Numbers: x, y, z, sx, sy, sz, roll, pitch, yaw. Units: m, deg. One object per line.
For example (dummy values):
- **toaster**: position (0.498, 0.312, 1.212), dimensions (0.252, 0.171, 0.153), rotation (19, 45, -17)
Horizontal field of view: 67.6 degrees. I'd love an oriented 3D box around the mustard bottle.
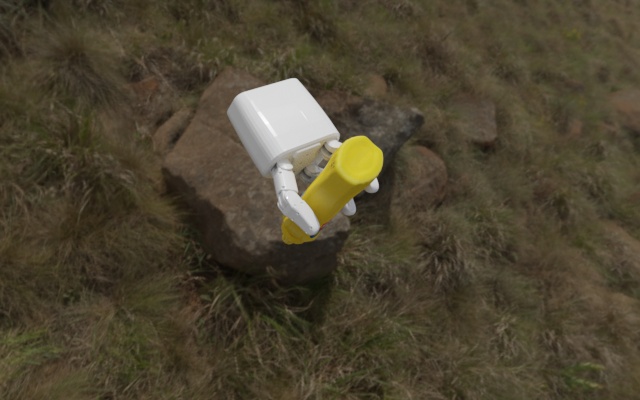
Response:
- **mustard bottle**: position (0.000, 0.002, 0.627), dimensions (0.192, 0.058, 0.096), rotation (-47, 3, 41)
